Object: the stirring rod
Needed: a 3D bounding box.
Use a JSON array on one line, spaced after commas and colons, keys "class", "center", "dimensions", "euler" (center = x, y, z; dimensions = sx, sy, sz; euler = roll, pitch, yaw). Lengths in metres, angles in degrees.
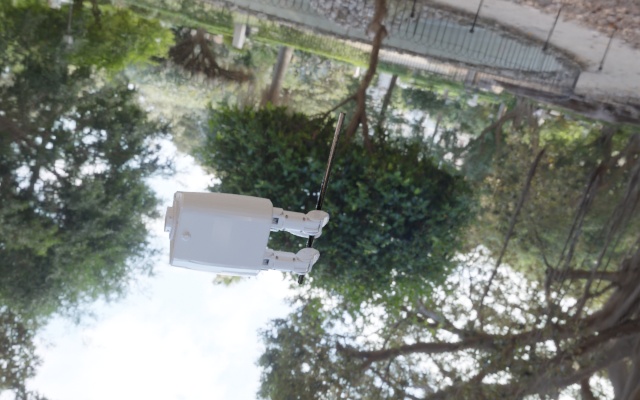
[{"class": "stirring rod", "center": [0.000, 0.002, 0.635], "dimensions": [0.011, 0.239, 0.011], "euler": [13, 15, -4]}]
